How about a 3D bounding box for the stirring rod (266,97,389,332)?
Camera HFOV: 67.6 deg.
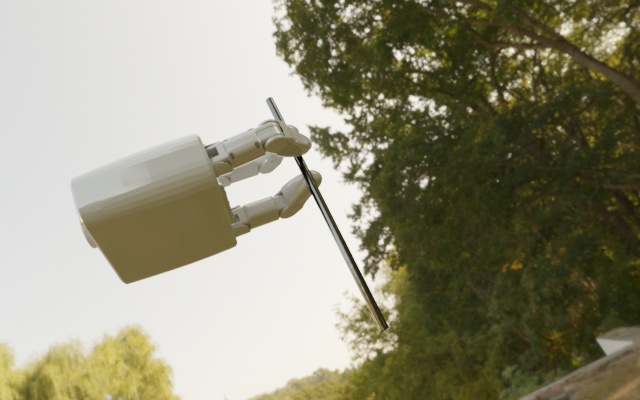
[{"bbox_3d":[0.000,0.001,0.418,0.011,0.239,0.011,-22,-23,-10],"label":"stirring rod"}]
